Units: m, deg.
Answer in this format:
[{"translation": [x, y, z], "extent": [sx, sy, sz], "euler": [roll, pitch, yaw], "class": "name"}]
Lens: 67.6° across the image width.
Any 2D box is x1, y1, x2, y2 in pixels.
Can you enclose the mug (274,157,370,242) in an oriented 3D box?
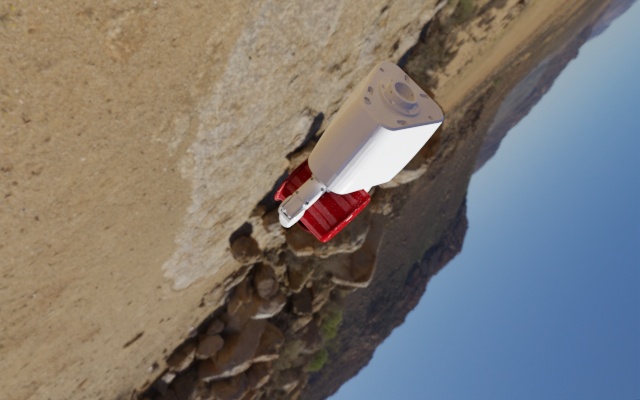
[{"translation": [0.000, 0.003, 0.585], "extent": [0.093, 0.081, 0.117], "euler": [-37, -10, -43], "class": "mug"}]
